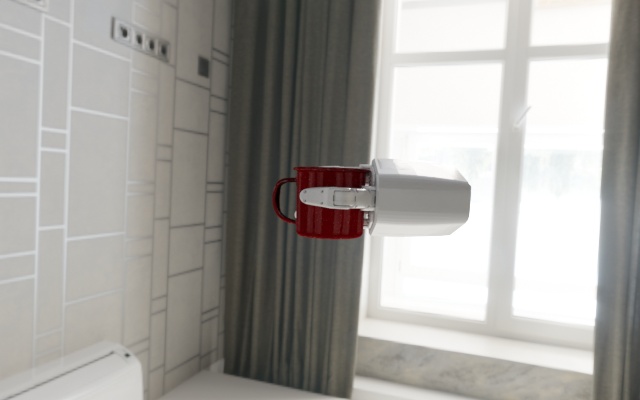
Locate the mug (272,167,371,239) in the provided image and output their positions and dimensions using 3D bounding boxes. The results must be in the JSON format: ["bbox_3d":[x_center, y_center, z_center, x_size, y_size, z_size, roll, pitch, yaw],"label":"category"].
[{"bbox_3d":[-0.001,0.002,0.574,0.117,0.081,0.093,2,2,2],"label":"mug"}]
